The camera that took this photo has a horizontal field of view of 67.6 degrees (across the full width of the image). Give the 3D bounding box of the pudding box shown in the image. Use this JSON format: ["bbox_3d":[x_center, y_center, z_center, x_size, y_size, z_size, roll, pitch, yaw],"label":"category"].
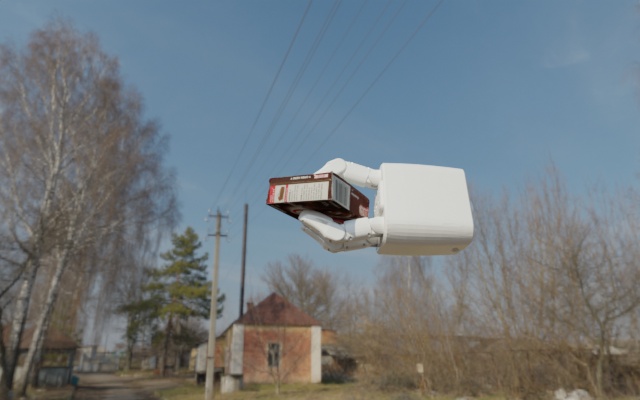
[{"bbox_3d":[0.000,0.002,0.597,0.090,0.039,0.113,-5,-21,27],"label":"pudding box"}]
